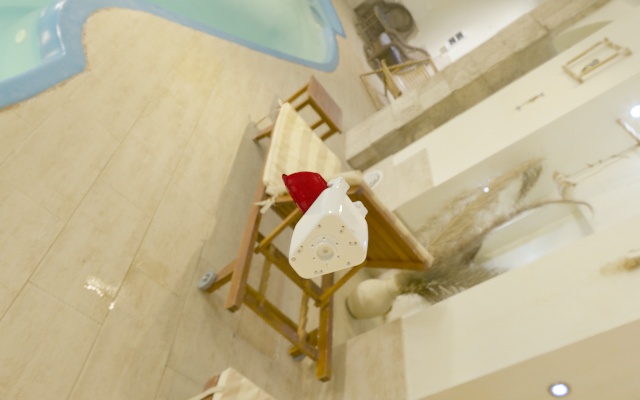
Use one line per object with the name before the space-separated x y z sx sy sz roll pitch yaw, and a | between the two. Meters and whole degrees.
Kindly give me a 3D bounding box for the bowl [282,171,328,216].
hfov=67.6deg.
bowl | 0.000 0.002 0.855 0.055 0.162 0.162 -36 -4 6
